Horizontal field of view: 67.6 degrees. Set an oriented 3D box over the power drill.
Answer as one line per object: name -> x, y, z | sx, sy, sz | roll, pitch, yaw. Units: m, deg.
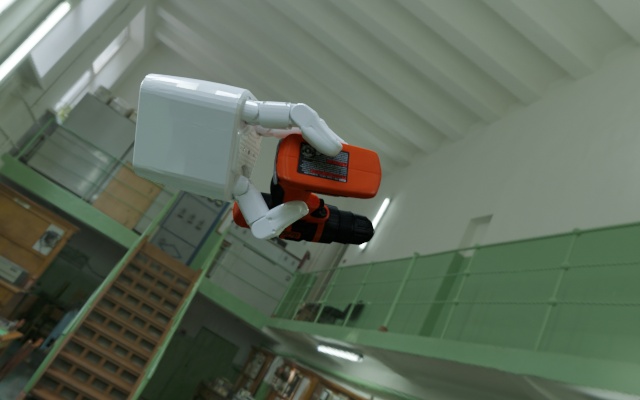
power drill -> 0.000, 0.002, 0.546 | 0.184, 0.057, 0.188 | 9, -25, -14
